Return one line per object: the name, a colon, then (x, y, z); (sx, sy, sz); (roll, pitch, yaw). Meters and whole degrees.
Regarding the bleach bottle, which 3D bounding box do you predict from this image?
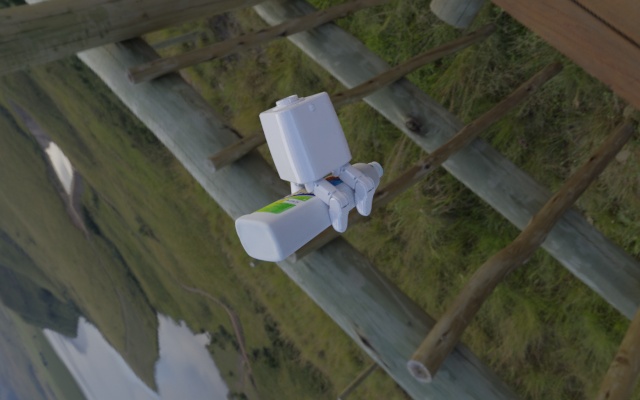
bleach bottle: (0.000, 0.002, 0.728); (0.250, 0.068, 0.102); (-32, 20, -35)
